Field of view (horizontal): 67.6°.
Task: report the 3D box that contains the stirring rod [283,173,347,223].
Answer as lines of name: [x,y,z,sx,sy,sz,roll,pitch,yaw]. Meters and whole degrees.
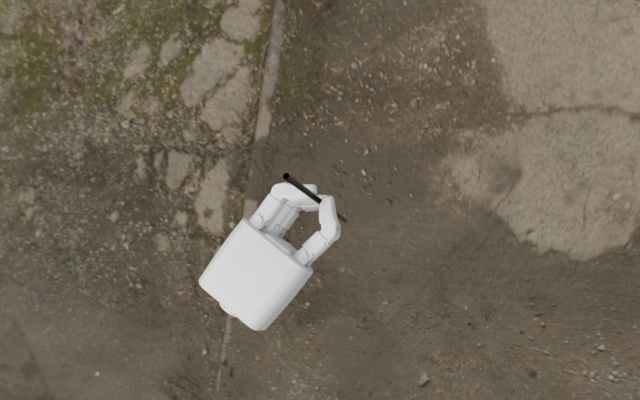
stirring rod: [0.000,0.002,0.642,0.011,0.011,0.239,0,-14,19]
